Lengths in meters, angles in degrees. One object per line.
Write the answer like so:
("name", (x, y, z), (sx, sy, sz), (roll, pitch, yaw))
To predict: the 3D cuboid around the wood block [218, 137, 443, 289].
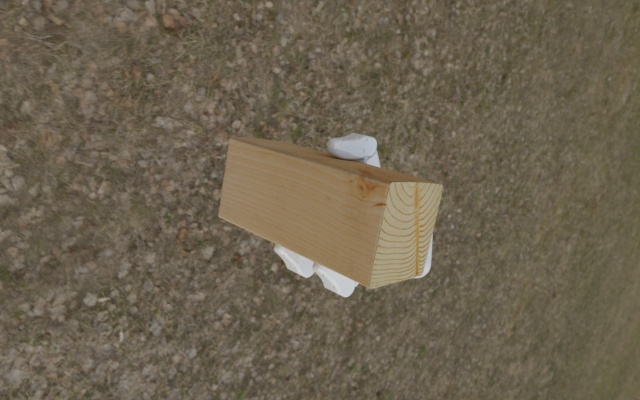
("wood block", (0.000, 0.001, 0.471), (0.206, 0.091, 0.090), (19, 13, 40))
